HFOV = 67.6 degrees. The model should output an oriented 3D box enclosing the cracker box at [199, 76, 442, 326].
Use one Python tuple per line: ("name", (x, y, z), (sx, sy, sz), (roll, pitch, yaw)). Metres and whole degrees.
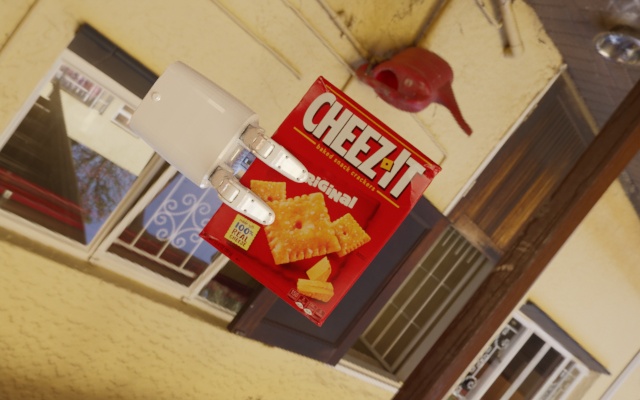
("cracker box", (0.000, 0.002, 0.521), (0.164, 0.214, 0.072), (38, 3, 2))
